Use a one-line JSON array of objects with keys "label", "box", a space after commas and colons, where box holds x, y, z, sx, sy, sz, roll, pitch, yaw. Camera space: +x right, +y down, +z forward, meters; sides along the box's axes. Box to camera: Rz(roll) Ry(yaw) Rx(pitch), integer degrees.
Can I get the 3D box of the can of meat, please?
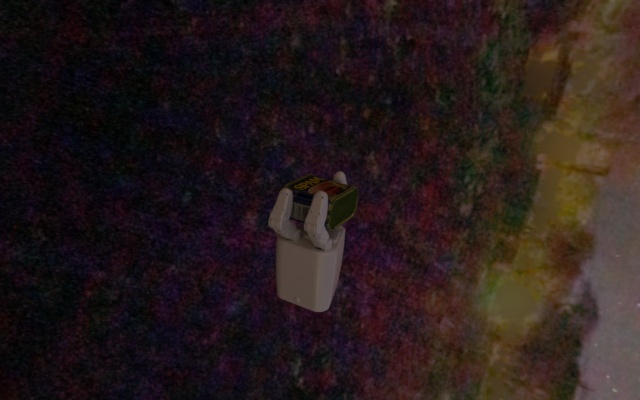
[{"label": "can of meat", "box": [0.000, 0.002, 0.725, 0.084, 0.057, 0.102, 15, 22, 25]}]
